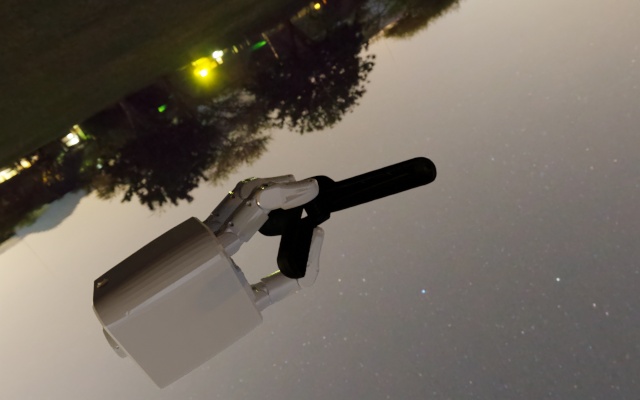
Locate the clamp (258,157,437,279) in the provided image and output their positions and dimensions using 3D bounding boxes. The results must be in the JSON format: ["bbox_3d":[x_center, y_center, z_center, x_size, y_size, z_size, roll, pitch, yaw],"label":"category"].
[{"bbox_3d":[0.000,0.002,0.463,0.164,0.036,0.210,-30,17,-18],"label":"clamp"}]
